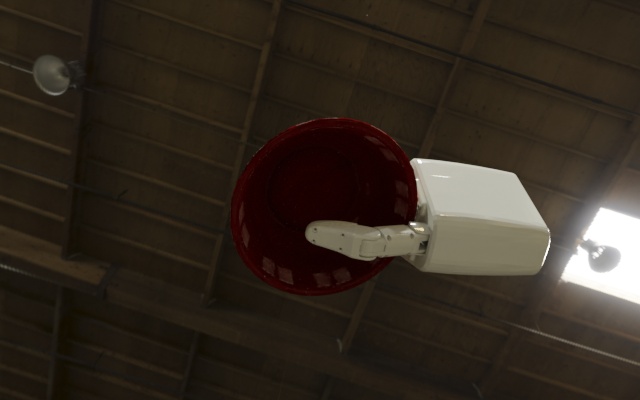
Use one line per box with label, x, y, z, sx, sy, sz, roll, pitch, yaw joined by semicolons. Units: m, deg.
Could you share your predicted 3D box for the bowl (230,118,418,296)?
bowl;-0.001;0.001;0.418;0.162;0.162;0.055;0;23;-16
